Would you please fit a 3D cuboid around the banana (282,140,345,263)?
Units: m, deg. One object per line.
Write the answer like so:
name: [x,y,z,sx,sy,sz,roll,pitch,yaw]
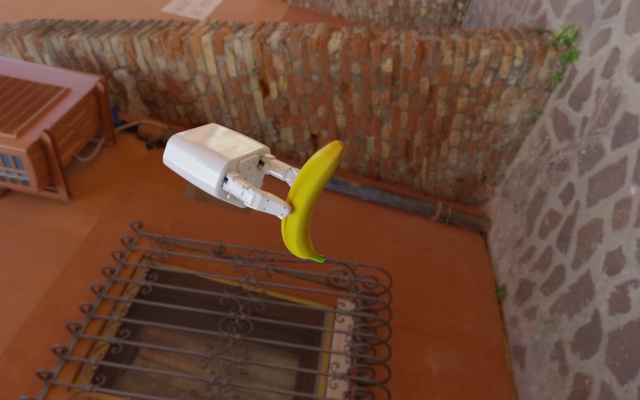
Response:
banana: [-0.016,0.008,0.635,0.069,0.198,0.037,-13,41,-29]
